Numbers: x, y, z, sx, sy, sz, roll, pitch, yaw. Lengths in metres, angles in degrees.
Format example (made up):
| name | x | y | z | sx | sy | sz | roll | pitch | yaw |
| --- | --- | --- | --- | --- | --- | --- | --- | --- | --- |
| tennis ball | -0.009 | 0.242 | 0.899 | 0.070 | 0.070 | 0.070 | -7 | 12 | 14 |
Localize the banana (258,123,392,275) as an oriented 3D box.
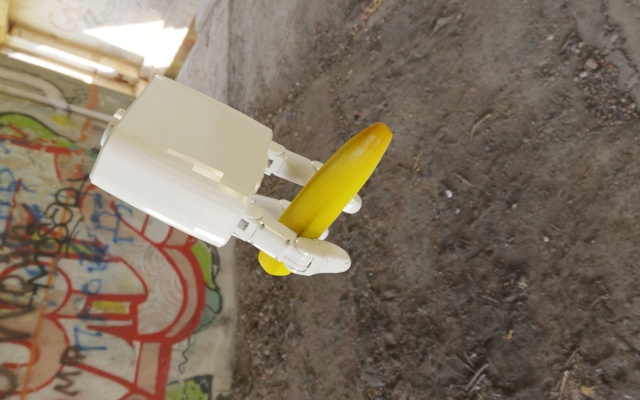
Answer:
| name | x | y | z | sx | sy | sz | roll | pitch | yaw |
| --- | --- | --- | --- | --- | --- | --- | --- | --- | --- |
| banana | -0.010 | 0.013 | 0.399 | 0.069 | 0.037 | 0.198 | -51 | -2 | -46 |
